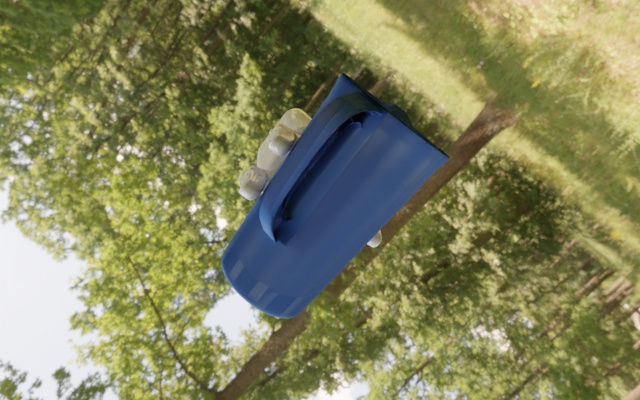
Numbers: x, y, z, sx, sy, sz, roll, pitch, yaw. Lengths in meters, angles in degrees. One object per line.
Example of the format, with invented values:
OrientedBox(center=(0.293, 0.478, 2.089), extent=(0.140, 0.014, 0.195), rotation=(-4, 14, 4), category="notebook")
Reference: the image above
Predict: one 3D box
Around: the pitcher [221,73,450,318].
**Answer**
OrientedBox(center=(0.000, 0.002, 0.486), extent=(0.149, 0.243, 0.145), rotation=(32, 15, -23), category="pitcher")
